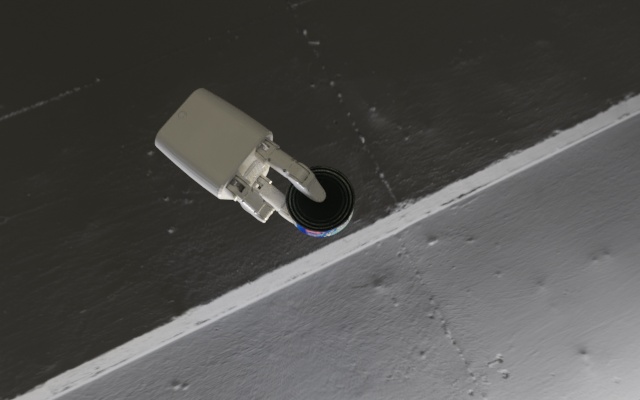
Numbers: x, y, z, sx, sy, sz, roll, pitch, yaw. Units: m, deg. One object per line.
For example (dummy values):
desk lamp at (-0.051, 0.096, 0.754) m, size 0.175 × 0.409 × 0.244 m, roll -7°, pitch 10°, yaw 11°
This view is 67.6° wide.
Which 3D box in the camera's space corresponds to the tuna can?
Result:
tuna can at (0.000, 0.002, 0.599) m, size 0.086 × 0.086 × 0.034 m, roll 0°, pitch -18°, yaw 1°
